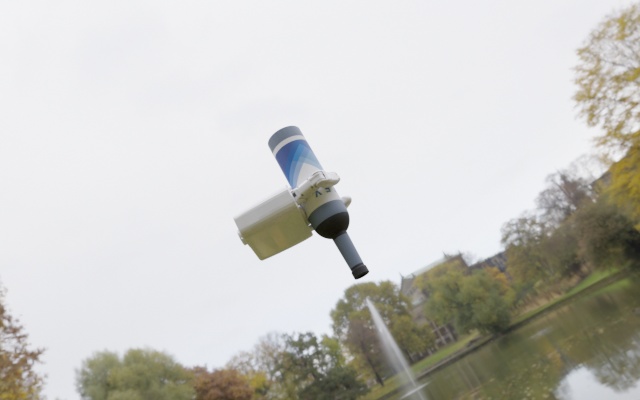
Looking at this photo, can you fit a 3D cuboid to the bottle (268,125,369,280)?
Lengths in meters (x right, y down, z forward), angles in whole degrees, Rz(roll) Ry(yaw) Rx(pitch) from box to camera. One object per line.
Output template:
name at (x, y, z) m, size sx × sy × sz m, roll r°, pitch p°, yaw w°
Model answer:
bottle at (0.000, 0.002, 0.824) m, size 0.069 × 0.295 × 0.069 m, roll -25°, pitch -22°, yaw -11°
